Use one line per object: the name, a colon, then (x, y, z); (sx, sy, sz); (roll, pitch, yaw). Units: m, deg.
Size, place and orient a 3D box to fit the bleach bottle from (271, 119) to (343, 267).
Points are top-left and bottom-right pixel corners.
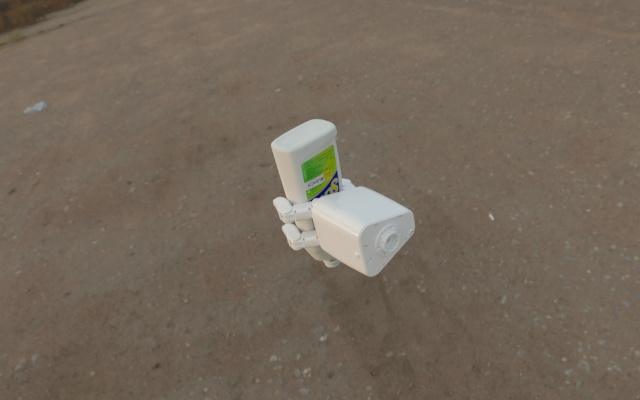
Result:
bleach bottle: (0.000, 0.003, 0.780); (0.102, 0.251, 0.068); (-33, 36, -25)
